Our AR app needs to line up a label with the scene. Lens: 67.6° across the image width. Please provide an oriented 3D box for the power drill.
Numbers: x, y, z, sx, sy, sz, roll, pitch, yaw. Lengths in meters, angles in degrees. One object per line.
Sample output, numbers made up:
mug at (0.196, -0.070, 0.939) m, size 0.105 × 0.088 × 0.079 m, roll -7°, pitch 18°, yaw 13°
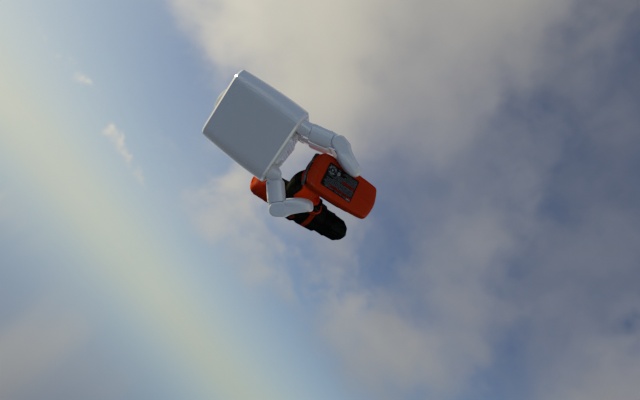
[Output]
power drill at (0.000, 0.002, 0.720) m, size 0.184 × 0.057 × 0.188 m, roll 31°, pitch -23°, yaw -21°
